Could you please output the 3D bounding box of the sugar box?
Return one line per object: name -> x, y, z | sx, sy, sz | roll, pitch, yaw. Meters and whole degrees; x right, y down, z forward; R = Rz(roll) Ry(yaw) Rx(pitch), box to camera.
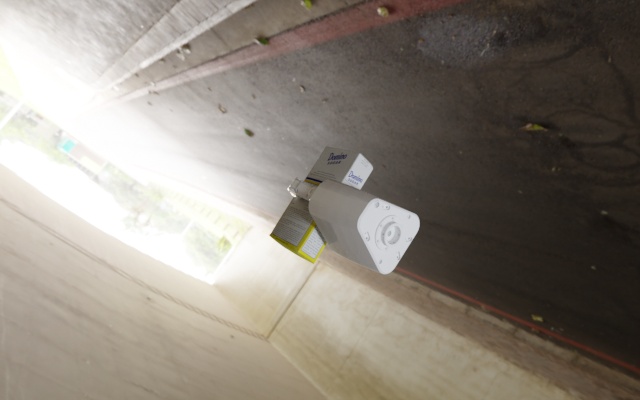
sugar box -> 0.000, 0.003, 0.740 | 0.048, 0.176, 0.093 | 42, -12, -35
